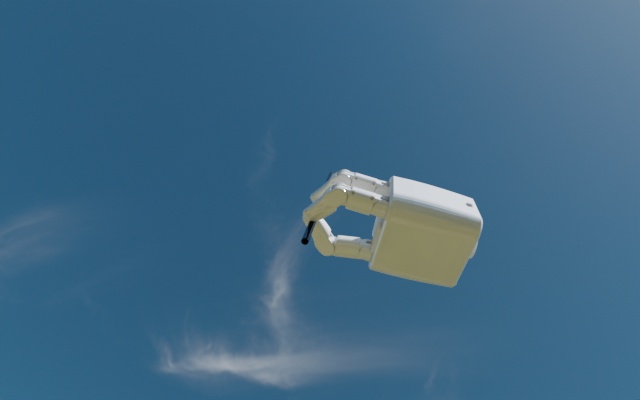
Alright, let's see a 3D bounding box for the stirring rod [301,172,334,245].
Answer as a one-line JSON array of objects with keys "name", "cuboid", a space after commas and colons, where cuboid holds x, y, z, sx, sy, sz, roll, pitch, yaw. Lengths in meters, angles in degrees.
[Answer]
[{"name": "stirring rod", "cuboid": [0.000, 0.002, 0.618, 0.011, 0.011, 0.239, 0, 20, 9]}]
